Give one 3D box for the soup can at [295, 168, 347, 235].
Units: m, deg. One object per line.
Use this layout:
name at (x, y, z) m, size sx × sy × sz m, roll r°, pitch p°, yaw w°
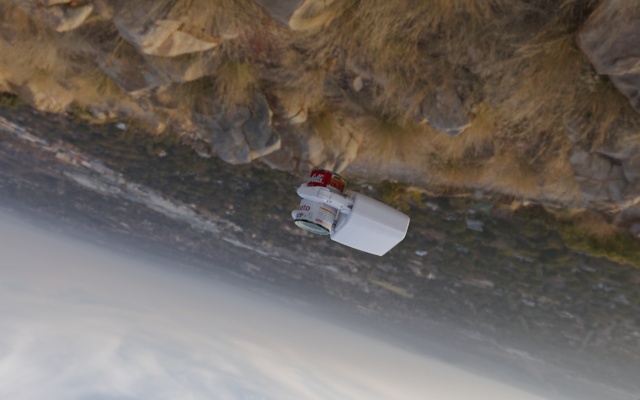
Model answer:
soup can at (0.000, 0.003, 0.860) m, size 0.068 × 0.102 × 0.068 m, roll 17°, pitch -16°, yaw 5°
